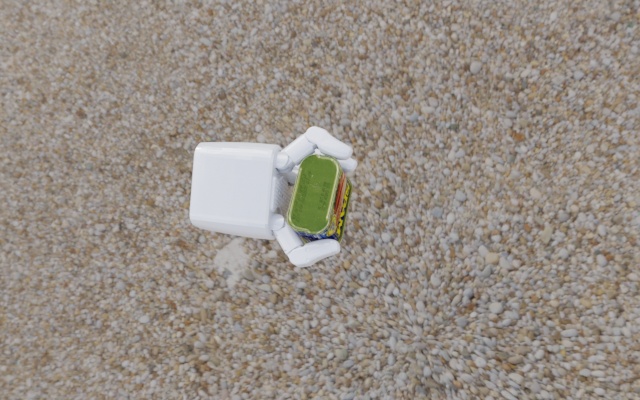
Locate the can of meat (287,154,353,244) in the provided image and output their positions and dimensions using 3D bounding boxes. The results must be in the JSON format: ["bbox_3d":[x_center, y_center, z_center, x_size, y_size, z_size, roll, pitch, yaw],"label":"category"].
[{"bbox_3d":[0.000,0.002,0.591,0.057,0.102,0.084,9,-14,14],"label":"can of meat"}]
